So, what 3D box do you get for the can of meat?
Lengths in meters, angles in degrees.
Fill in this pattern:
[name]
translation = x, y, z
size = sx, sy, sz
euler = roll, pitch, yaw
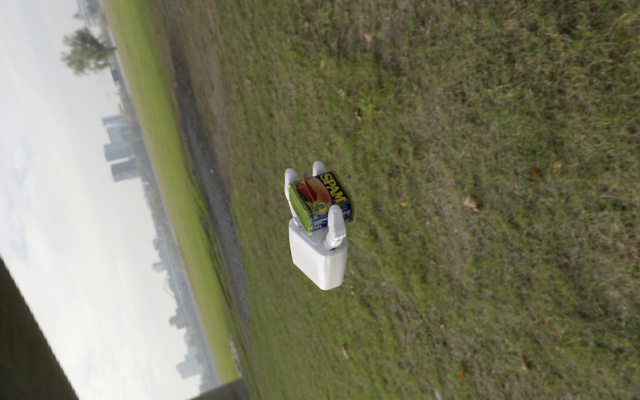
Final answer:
[can of meat]
translation = 0.000, 0.003, 0.803
size = 0.084, 0.102, 0.057
euler = -17, -40, -17
